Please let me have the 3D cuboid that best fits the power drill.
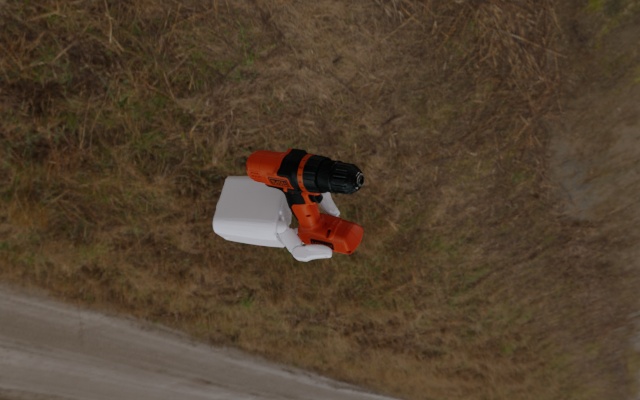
[{"bbox_3d":[0.000,0.003,0.697,0.184,0.057,0.188,12,-33,34],"label":"power drill"}]
